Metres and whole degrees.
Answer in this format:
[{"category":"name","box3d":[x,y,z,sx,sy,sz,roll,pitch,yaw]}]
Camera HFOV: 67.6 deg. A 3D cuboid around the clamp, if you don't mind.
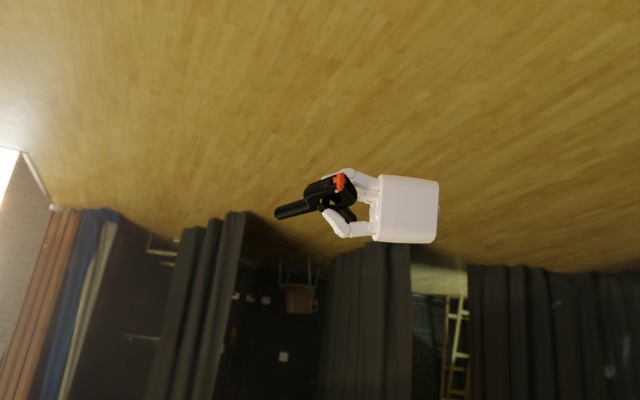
[{"category":"clamp","box3d":[0.000,0.003,0.858,0.164,0.036,0.210,2,-21,-6]}]
